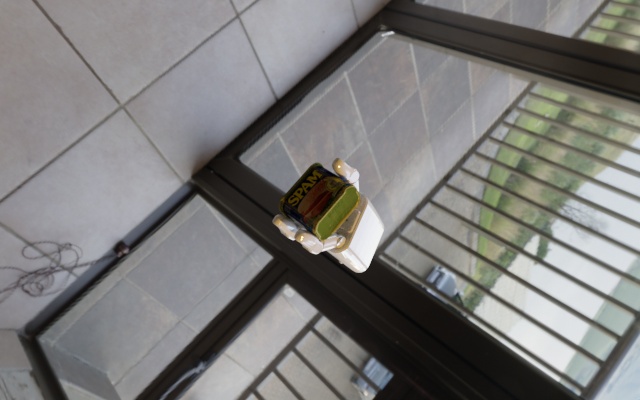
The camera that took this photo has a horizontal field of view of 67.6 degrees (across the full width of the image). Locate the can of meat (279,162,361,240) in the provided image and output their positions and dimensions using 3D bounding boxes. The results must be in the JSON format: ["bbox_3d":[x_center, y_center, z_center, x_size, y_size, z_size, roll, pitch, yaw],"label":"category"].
[{"bbox_3d":[0.000,0.002,0.748,0.084,0.102,0.057,34,-12,37],"label":"can of meat"}]
